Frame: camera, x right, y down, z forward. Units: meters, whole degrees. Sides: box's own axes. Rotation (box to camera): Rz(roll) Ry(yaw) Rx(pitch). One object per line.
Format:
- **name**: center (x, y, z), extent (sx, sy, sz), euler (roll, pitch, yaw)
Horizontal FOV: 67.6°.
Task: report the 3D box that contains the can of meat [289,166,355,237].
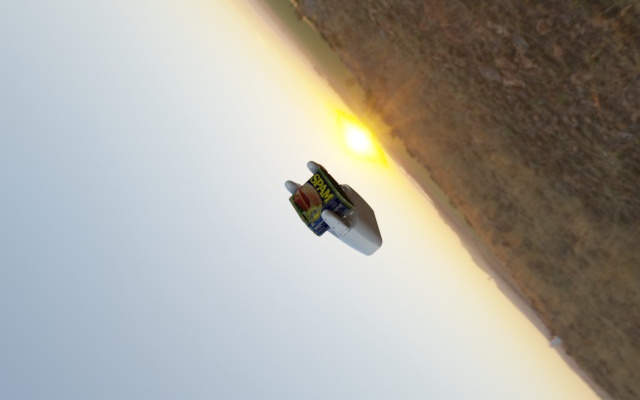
- **can of meat**: center (0.000, 0.003, 0.861), extent (0.057, 0.084, 0.102), euler (36, 14, -48)
